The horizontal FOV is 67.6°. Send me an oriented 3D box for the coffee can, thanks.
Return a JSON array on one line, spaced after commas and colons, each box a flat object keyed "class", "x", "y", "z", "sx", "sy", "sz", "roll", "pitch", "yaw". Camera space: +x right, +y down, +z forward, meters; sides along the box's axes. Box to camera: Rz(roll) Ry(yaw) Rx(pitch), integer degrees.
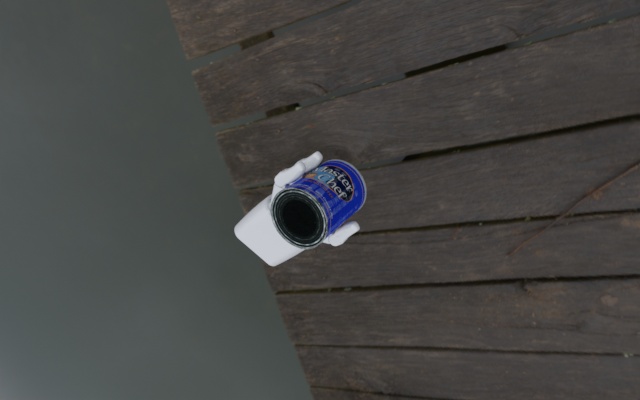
[{"class": "coffee can", "x": 0.000, "y": 0.002, "z": 0.777, "sx": 0.103, "sy": 0.103, "sz": 0.140, "roll": 0, "pitch": 22, "yaw": 32}]
